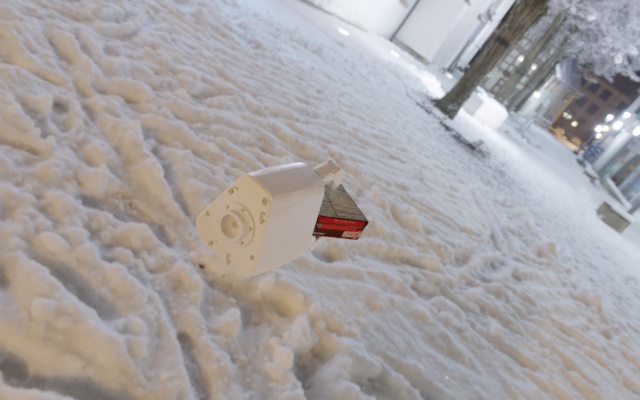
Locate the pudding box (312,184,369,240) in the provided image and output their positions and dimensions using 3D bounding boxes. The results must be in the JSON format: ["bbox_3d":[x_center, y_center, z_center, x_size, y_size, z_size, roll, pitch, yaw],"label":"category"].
[{"bbox_3d":[0.000,0.002,0.643,0.090,0.039,0.113,10,35,-38],"label":"pudding box"}]
